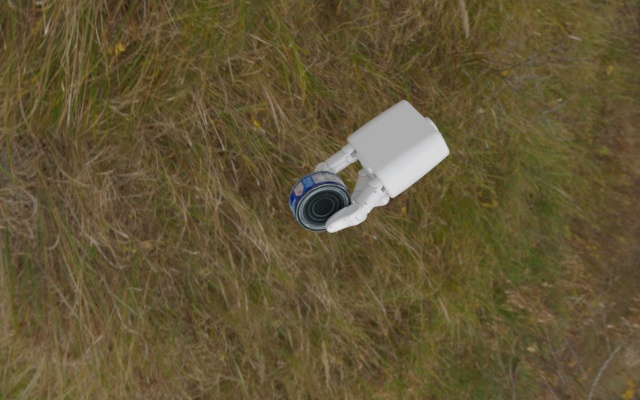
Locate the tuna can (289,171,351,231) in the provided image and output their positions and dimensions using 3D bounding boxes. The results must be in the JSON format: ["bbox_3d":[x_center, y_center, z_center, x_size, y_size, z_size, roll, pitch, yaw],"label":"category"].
[{"bbox_3d":[0.000,0.003,0.683,0.086,0.086,0.033,0,35,-22],"label":"tuna can"}]
